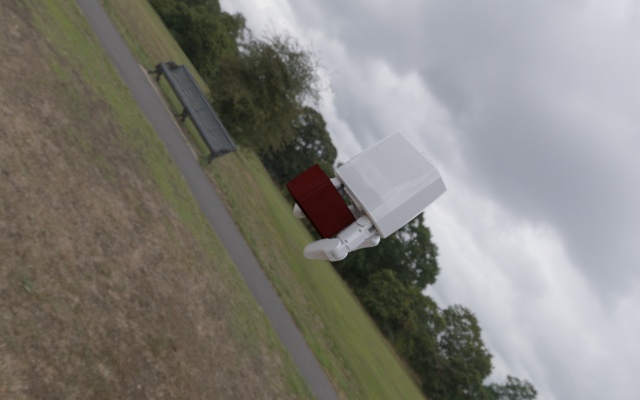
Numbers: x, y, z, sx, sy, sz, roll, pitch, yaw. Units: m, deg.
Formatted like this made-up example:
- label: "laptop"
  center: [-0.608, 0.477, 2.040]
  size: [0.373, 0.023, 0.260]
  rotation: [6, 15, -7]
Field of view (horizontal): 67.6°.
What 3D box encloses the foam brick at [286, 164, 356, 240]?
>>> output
- label: "foam brick"
  center: [0.000, 0.002, 0.618]
  size: [0.051, 0.078, 0.053]
  rotation: [-34, 34, 0]
